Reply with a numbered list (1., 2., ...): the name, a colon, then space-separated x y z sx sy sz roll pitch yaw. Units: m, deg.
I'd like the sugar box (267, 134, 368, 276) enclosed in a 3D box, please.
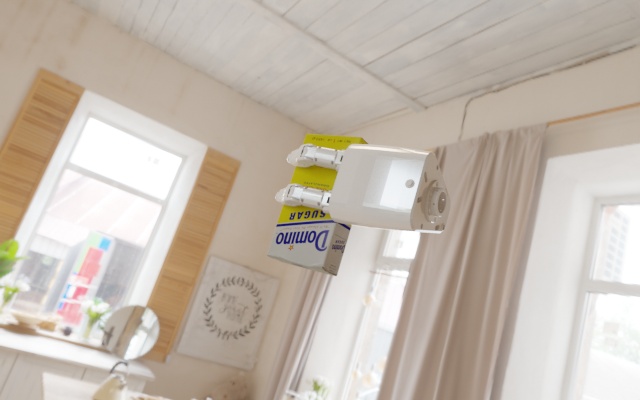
1. sugar box: 0.000 0.002 0.626 0.093 0.176 0.048 8 -17 35
